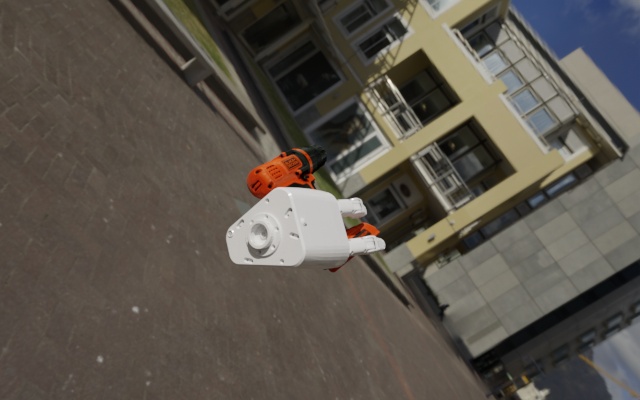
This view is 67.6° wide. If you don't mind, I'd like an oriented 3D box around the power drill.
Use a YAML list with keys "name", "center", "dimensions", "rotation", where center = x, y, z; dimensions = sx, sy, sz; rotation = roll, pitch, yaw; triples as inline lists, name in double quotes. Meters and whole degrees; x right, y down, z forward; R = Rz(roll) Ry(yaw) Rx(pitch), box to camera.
- name: "power drill"
  center: [0.000, 0.003, 0.713]
  dimensions: [0.057, 0.187, 0.184]
  rotation: [-47, -8, 36]
